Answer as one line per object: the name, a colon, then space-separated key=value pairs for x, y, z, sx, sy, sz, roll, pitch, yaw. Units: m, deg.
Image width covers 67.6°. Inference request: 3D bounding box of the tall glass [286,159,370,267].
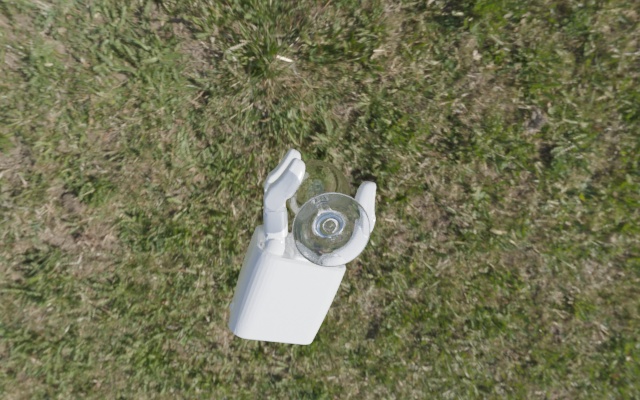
tall glass: x=0.000 y=0.002 z=0.542 sx=0.079 sy=0.079 sz=0.201 roll=0 pitch=16 yaw=-6
